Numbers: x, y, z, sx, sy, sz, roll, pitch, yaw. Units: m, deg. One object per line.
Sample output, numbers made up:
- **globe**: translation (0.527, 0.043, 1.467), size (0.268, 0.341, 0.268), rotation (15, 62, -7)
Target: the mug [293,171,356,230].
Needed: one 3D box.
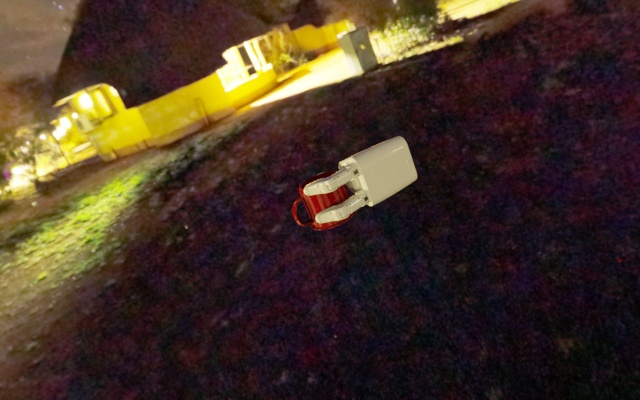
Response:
- **mug**: translation (-0.001, 0.003, 0.895), size (0.117, 0.081, 0.093), rotation (-28, 20, -14)
